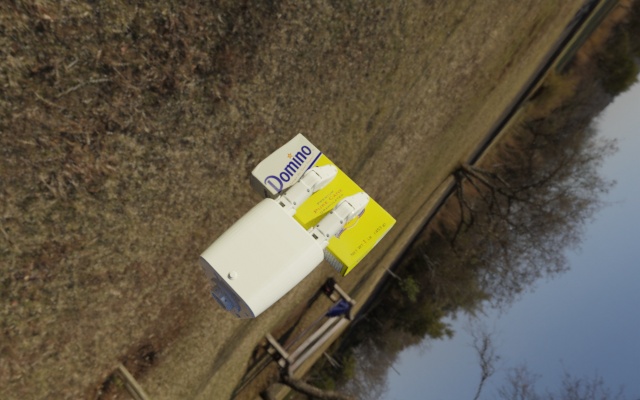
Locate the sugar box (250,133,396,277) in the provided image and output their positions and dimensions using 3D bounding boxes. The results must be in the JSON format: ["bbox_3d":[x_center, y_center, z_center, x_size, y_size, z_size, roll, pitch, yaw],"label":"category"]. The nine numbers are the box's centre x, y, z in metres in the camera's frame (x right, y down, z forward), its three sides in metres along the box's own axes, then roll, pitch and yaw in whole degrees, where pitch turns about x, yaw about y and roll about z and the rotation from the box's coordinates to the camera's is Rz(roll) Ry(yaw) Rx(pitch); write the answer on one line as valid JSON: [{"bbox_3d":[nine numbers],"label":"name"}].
[{"bbox_3d":[0.000,0.002,0.616,0.093,0.176,0.048,-41,-12,-23],"label":"sugar box"}]
